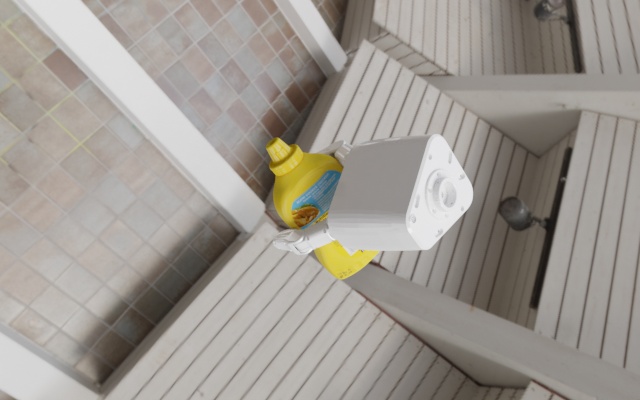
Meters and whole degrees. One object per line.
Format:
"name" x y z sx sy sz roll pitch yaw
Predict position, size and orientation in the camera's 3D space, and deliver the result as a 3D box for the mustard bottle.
"mustard bottle" 0.000 0.002 0.572 0.096 0.192 0.058 -42 28 -6
